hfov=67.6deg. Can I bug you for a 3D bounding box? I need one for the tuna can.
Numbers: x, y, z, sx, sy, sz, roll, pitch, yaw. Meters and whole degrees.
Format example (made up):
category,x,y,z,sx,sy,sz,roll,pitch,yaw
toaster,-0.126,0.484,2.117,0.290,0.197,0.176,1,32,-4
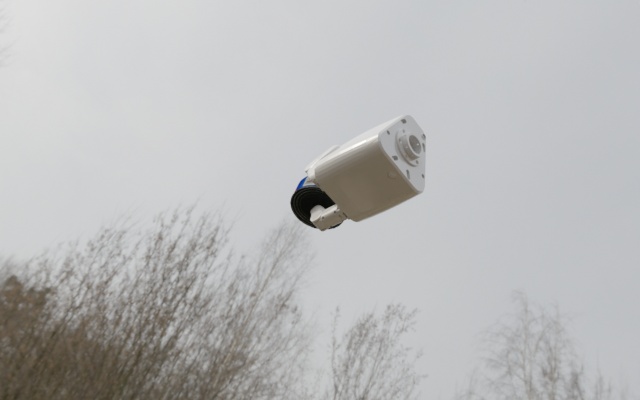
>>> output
category,x,y,z,sx,sy,sz,roll,pitch,yaw
tuna can,0.000,0.002,0.718,0.086,0.086,0.033,0,41,22
